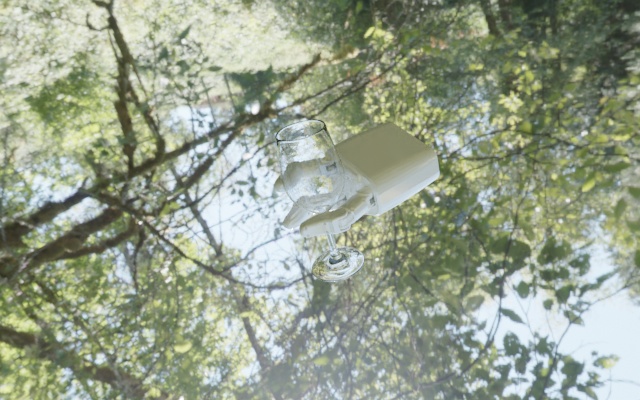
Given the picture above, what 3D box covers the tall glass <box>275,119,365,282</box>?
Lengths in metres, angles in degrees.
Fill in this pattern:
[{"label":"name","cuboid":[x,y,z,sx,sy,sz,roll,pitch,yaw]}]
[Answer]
[{"label":"tall glass","cuboid":[0.000,0.003,0.604,0.079,0.201,0.079,-12,29,7]}]
